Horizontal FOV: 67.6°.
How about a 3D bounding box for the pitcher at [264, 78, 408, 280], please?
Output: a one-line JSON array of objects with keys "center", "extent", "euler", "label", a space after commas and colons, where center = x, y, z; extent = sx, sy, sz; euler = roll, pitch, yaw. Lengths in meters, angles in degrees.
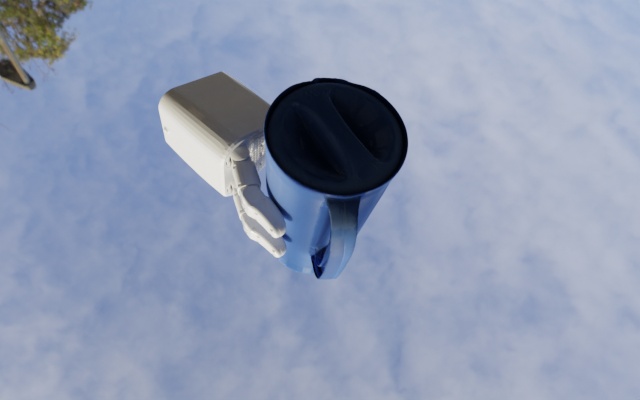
[{"center": [0.000, 0.002, 0.528], "extent": [0.145, 0.149, 0.243], "euler": [38, -28, 13], "label": "pitcher"}]
